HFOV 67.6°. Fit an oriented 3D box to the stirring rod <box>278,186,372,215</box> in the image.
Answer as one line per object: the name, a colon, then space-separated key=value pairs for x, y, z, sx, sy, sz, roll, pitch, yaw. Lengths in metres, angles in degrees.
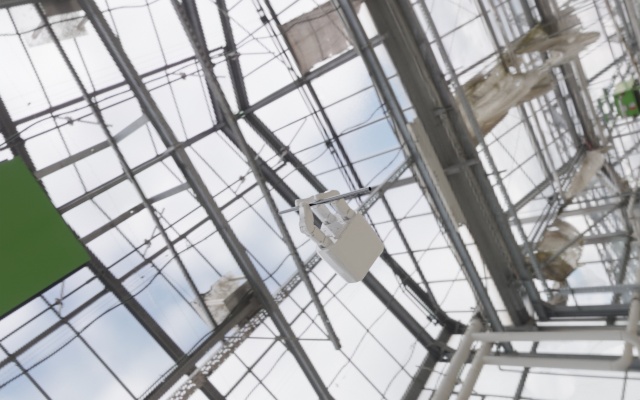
stirring rod: x=0.000 y=0.003 z=0.892 sx=0.011 sy=0.011 sz=0.239 roll=0 pitch=-11 yaw=-45
